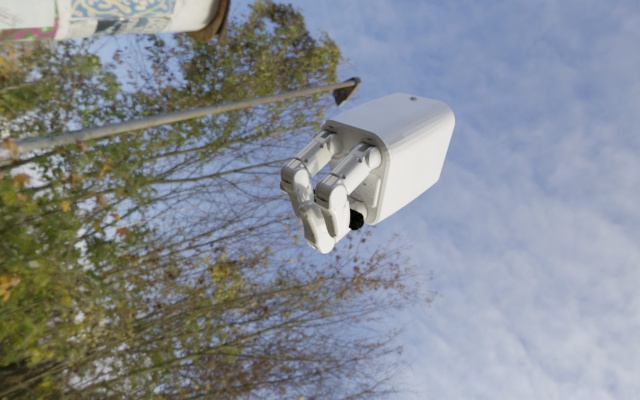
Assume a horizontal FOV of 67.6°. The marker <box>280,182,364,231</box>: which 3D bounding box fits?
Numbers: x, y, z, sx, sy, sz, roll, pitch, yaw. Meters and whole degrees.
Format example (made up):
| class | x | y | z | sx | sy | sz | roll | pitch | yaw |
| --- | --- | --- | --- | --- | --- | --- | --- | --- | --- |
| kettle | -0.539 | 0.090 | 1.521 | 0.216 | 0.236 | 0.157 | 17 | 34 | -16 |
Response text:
| class | x | y | z | sx | sy | sz | roll | pitch | yaw |
| --- | --- | --- | --- | --- | --- | --- | --- | --- | --- |
| marker | 0.000 | 0.002 | 0.491 | 0.020 | 0.020 | 0.121 | 0 | 20 | -42 |
